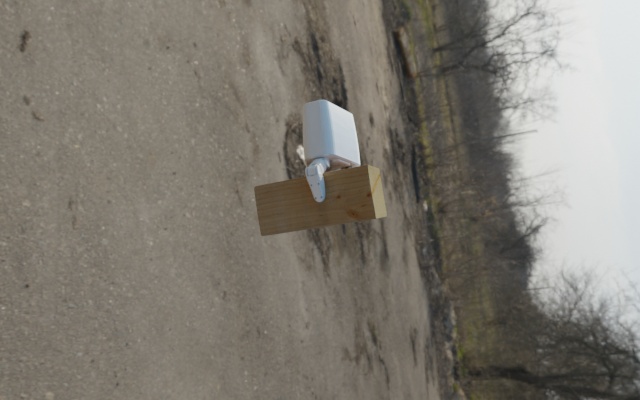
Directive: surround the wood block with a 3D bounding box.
[{"bbox_3d":[0.000,0.002,0.834,0.206,0.090,0.091,-10,-4,19],"label":"wood block"}]
